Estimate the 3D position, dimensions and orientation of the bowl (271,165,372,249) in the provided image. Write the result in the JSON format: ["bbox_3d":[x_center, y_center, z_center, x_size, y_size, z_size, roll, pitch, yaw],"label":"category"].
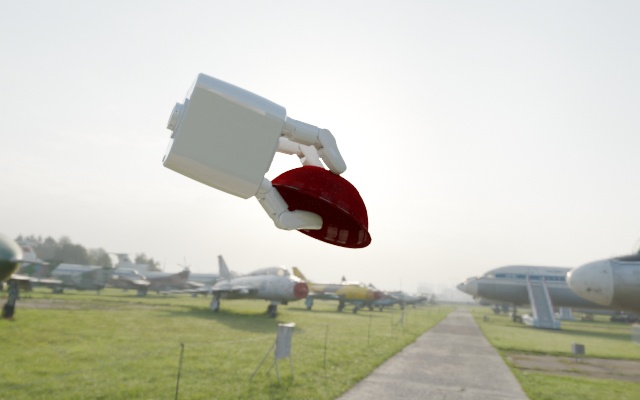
[{"bbox_3d":[0.001,0.002,0.620,0.162,0.055,0.162,22,-21,9],"label":"bowl"}]
